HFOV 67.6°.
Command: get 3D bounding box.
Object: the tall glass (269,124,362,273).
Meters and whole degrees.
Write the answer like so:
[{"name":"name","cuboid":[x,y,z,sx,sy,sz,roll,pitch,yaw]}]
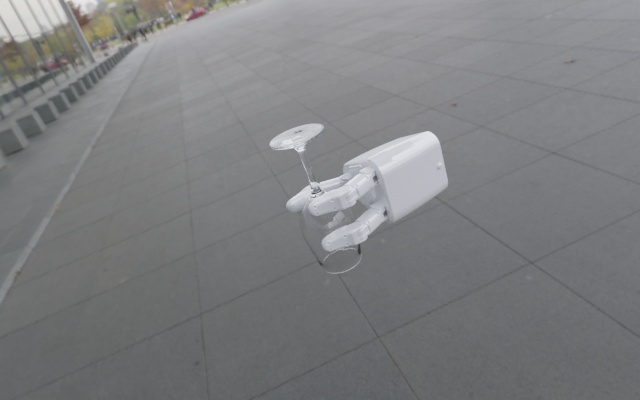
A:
[{"name":"tall glass","cuboid":[0.000,0.002,0.651,0.079,0.201,0.079,-16,25,8]}]
